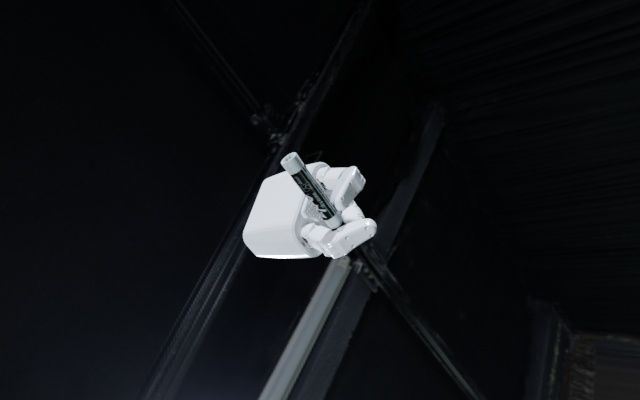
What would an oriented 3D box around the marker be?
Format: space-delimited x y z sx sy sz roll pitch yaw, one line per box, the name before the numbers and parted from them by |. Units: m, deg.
marker | 0.000 0.002 0.503 0.020 0.121 0.020 -29 25 15
